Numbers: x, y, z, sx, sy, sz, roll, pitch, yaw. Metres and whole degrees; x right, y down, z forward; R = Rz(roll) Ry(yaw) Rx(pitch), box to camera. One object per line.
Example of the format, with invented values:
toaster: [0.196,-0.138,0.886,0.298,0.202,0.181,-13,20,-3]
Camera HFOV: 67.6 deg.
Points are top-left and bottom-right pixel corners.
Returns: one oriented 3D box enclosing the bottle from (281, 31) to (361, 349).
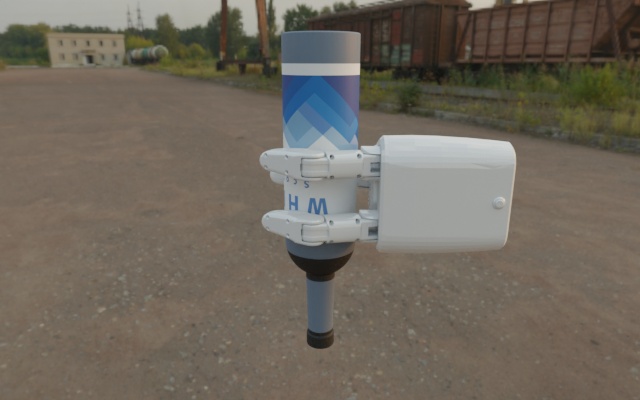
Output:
bottle: [0.000,0.001,0.441,0.069,0.296,0.069,0,16,0]
